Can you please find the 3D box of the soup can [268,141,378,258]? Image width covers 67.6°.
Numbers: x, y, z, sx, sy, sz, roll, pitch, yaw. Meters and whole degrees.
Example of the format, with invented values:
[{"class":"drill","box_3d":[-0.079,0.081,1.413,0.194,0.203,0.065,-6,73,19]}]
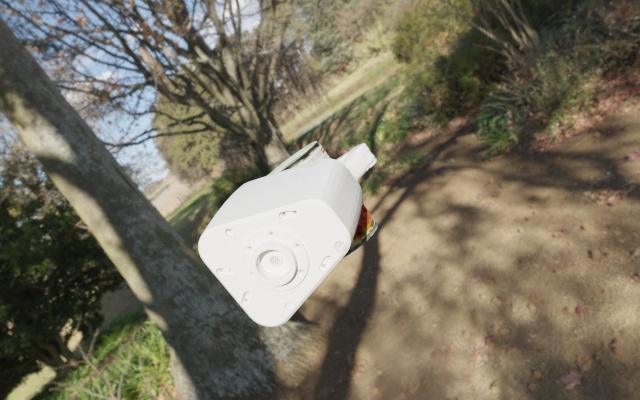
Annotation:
[{"class":"soup can","box_3d":[0.000,0.001,0.472,0.068,0.102,0.068,-35,11,8]}]
